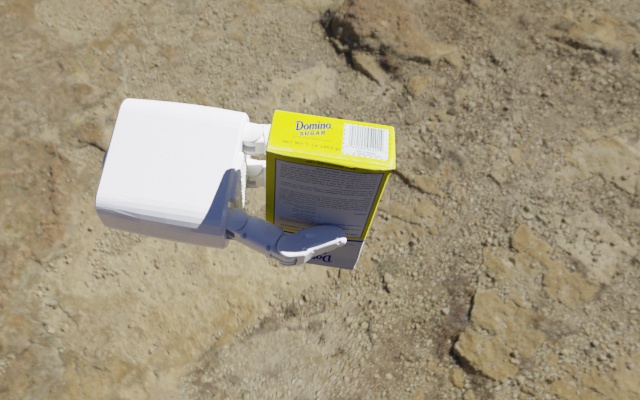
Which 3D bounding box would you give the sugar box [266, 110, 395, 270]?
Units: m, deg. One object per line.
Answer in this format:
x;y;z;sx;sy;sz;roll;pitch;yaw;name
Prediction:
0.000;0.001;0.415;0.093;0.048;0.176;9;-30;-2;sugar box
